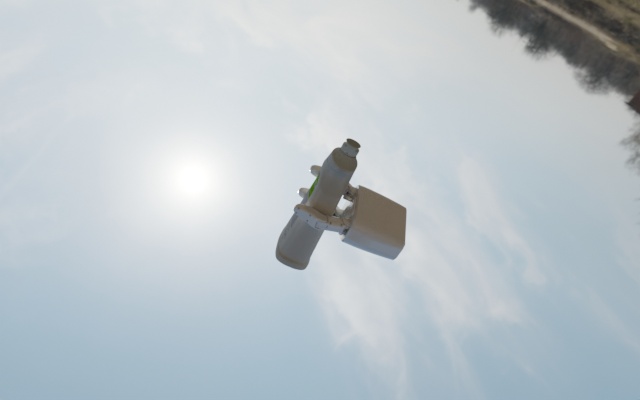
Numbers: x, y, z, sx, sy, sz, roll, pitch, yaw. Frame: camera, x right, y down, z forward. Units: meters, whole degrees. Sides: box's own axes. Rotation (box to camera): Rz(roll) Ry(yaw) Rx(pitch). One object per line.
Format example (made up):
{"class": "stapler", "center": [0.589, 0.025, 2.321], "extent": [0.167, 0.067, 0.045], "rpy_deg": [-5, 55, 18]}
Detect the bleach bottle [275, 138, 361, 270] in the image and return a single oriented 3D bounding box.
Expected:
{"class": "bleach bottle", "center": [0.000, 0.003, 0.851], "extent": [0.068, 0.251, 0.102], "rpy_deg": [24, 30, -11]}
